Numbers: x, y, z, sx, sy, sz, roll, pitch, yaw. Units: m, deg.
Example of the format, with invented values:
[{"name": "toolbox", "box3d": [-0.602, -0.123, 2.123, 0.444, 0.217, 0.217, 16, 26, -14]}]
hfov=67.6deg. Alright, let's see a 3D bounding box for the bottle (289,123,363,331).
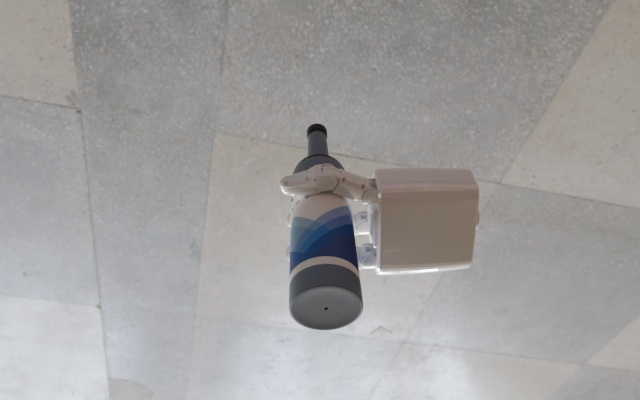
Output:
[{"name": "bottle", "box3d": [0.000, 0.002, 0.535, 0.069, 0.069, 0.295, 0, 40, -3]}]
